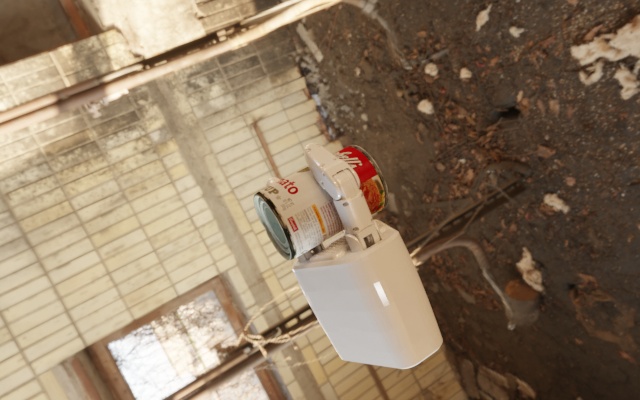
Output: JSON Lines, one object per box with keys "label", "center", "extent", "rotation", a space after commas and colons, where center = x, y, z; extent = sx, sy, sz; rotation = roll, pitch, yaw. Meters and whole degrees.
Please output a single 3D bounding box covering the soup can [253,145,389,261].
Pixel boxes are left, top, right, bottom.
{"label": "soup can", "center": [0.000, 0.001, 0.429], "extent": [0.102, 0.068, 0.068], "rotation": [-28, 10, -19]}
